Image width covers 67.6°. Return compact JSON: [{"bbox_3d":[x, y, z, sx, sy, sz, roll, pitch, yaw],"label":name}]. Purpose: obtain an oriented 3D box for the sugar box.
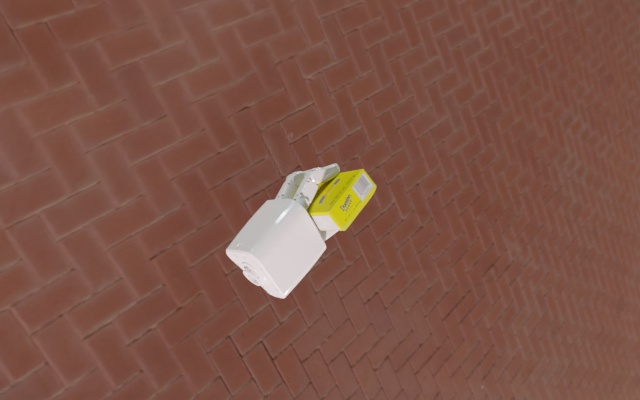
[{"bbox_3d":[0.000,0.002,0.756,0.176,0.048,0.093,-3,41,54],"label":"sugar box"}]
